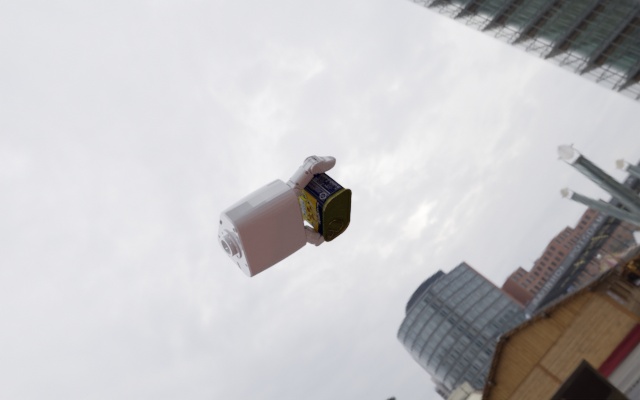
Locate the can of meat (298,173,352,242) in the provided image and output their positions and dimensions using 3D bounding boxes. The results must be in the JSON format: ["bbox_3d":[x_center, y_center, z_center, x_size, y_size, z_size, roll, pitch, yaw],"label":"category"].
[{"bbox_3d":[0.000,0.002,0.758,0.057,0.102,0.084,-34,55,-26],"label":"can of meat"}]
